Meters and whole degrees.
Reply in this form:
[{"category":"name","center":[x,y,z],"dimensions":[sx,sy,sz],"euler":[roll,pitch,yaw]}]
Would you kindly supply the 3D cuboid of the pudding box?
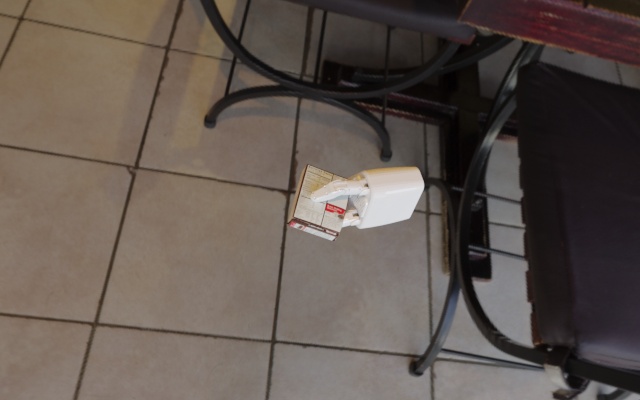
[{"category":"pudding box","center":[0.000,0.003,0.827],"dimensions":[0.090,0.113,0.039],"euler":[19,-30,-9]}]
